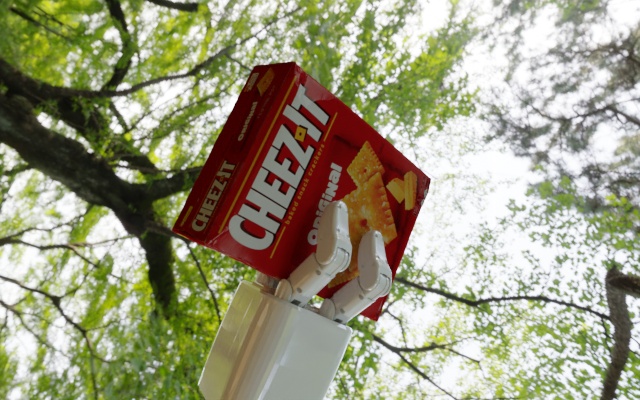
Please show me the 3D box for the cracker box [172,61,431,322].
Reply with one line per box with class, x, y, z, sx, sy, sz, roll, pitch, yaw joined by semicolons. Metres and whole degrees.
cracker box;0.000;0.002;0.447;0.214;0.164;0.072;32;-14;-38
